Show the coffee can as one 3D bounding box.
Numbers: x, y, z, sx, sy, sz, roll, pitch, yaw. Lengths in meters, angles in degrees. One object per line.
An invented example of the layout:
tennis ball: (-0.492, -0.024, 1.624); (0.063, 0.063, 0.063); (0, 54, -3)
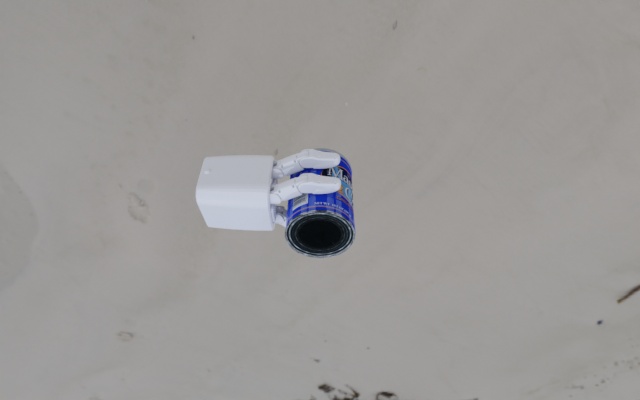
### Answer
coffee can: (0.000, 0.002, 0.738); (0.103, 0.103, 0.140); (0, 45, 0)
